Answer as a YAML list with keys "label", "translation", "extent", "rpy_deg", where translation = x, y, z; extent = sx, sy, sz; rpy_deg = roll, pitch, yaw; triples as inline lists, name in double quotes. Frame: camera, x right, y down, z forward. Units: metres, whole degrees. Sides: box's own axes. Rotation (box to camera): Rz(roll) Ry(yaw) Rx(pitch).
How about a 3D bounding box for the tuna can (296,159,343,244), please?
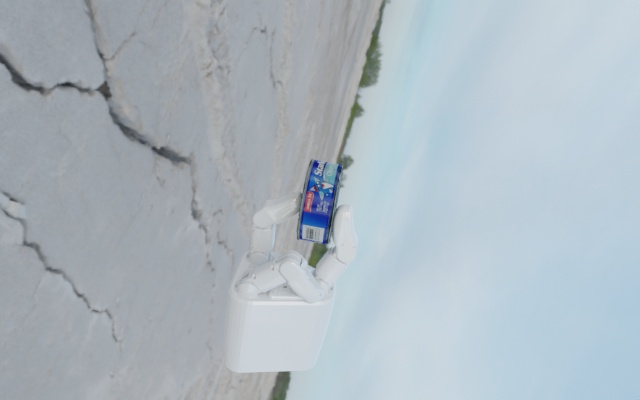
- label: "tuna can"
  translation: [0.001, 0.002, 0.496]
  extent: [0.034, 0.086, 0.086]
  rpy_deg: [10, 1, 3]
